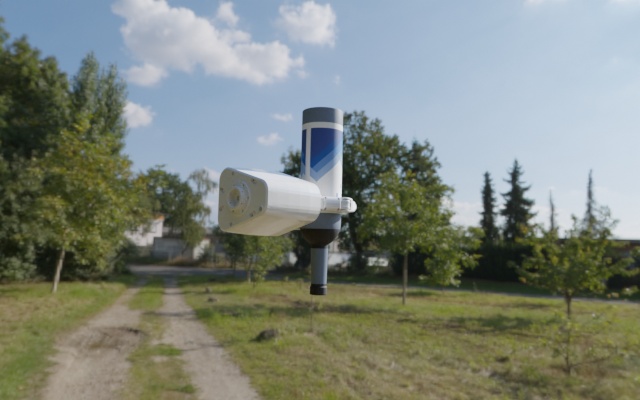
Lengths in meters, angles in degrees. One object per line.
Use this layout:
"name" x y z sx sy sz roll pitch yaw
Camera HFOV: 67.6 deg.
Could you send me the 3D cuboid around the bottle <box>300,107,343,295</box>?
"bottle" 0.000 0.002 0.768 0.069 0.295 0.069 1 -4 0
